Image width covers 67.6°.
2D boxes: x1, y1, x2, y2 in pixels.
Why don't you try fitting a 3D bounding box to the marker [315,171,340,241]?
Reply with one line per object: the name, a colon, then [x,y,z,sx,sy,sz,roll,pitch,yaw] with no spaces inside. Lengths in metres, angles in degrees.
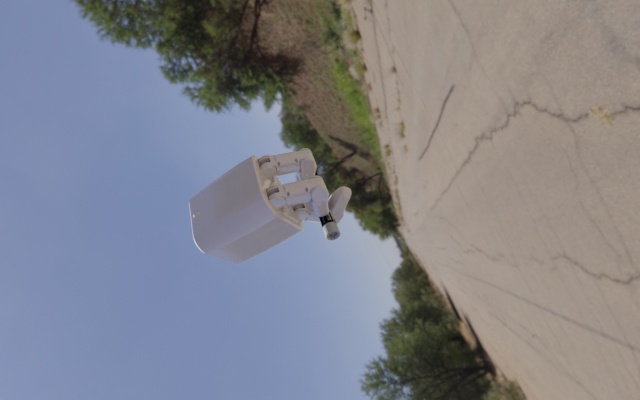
marker: [0.000,0.002,0.630,0.020,0.020,0.121,0,44,-21]
